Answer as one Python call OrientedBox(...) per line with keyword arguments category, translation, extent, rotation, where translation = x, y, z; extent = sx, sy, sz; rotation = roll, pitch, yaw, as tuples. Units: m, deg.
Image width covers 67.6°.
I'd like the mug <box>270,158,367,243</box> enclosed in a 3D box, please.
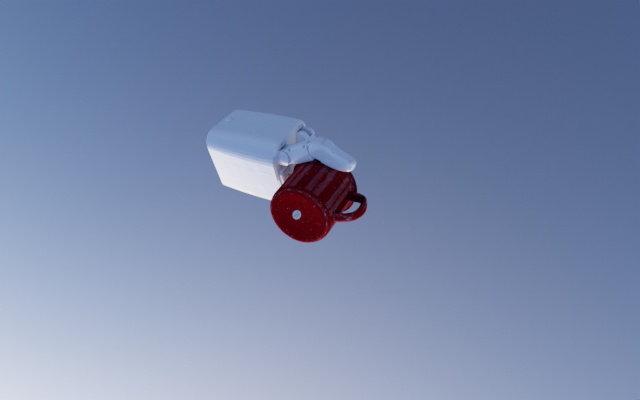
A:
OrientedBox(category="mug", translation=(0.001, 0.002, 0.597), extent=(0.117, 0.093, 0.081), rotation=(14, 37, 19))
